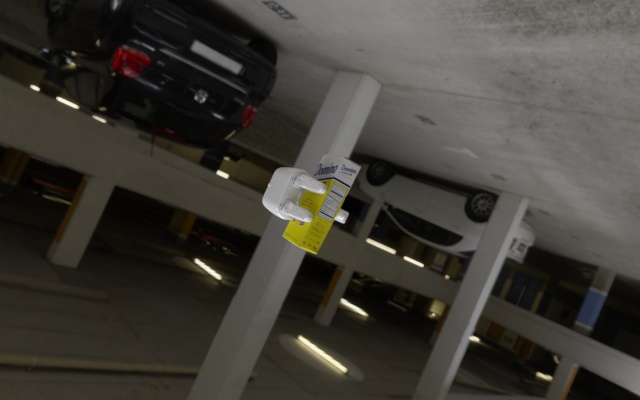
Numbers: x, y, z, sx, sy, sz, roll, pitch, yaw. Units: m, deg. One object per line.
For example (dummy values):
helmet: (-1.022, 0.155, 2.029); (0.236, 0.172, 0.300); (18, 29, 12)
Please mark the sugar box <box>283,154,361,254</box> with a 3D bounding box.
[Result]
sugar box: (0.000, 0.003, 0.865); (0.048, 0.176, 0.093); (25, -2, -25)
